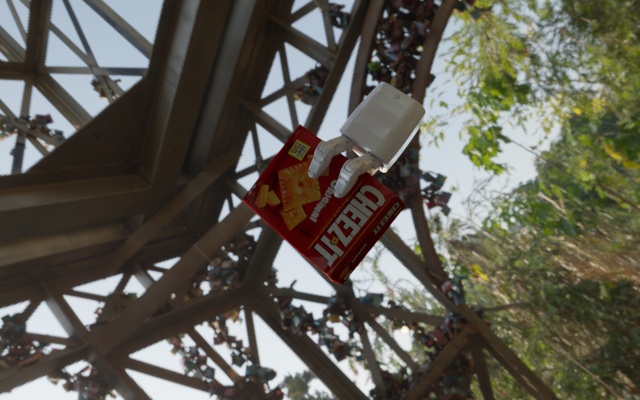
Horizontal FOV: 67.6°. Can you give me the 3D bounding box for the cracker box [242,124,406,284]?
[{"bbox_3d":[0.000,0.002,0.772,0.213,0.164,0.072,39,1,25],"label":"cracker box"}]
